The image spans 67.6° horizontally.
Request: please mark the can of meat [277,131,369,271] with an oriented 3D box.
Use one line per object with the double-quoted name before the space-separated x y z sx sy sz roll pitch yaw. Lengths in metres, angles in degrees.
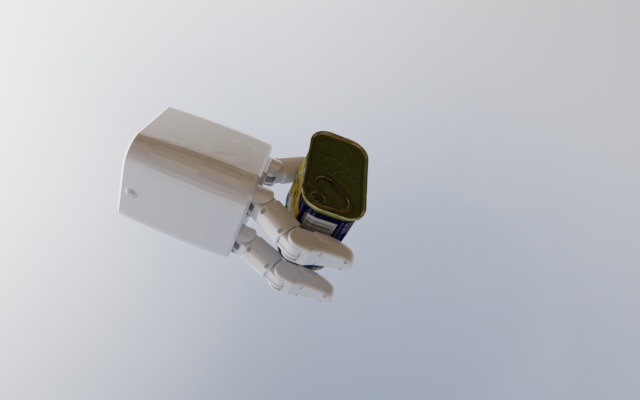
"can of meat" 0.000 0.002 0.440 0.057 0.102 0.084 19 -46 -11
